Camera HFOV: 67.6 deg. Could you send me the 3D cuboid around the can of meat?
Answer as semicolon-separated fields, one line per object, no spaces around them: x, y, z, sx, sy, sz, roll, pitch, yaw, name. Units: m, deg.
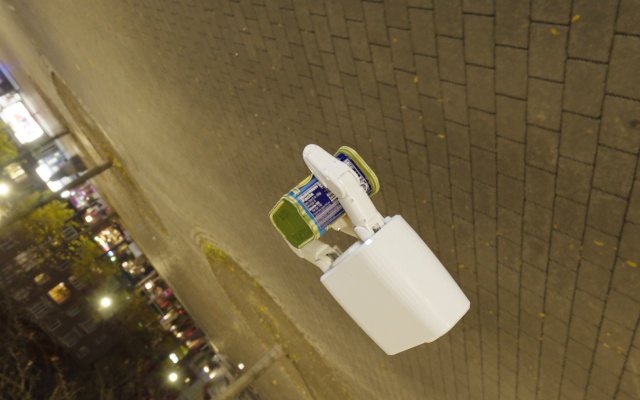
0.000;0.002;0.489;0.084;0.057;0.102;-39;-2;-22;can of meat
